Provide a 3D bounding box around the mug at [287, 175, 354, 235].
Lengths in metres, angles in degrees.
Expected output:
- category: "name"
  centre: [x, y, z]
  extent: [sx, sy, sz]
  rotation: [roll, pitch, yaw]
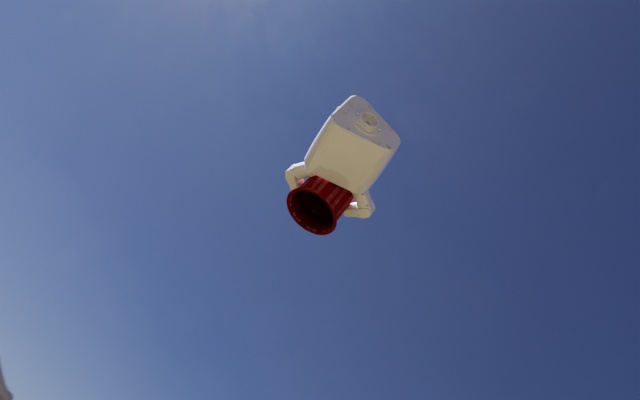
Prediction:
- category: "mug"
  centre: [0.000, 0.003, 0.794]
  extent: [0.081, 0.093, 0.117]
  rotation: [-49, -4, -41]
